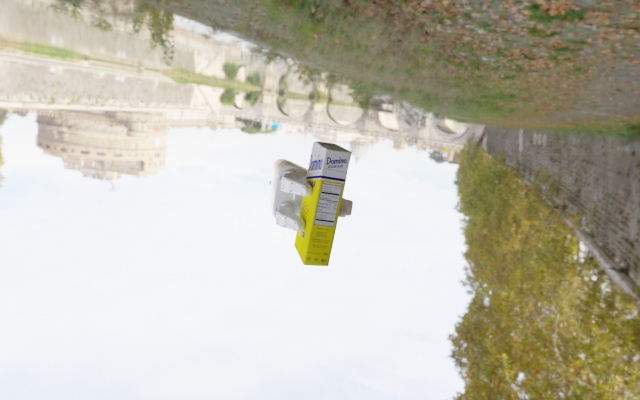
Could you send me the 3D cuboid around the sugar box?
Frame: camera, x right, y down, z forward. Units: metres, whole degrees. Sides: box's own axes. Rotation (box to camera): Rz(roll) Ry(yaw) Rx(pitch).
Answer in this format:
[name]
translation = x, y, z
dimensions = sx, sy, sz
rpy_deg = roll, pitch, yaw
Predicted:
[sugar box]
translation = 0.000, 0.002, 0.724
dimensions = 0.048, 0.176, 0.093
rpy_deg = 5, 12, -14
